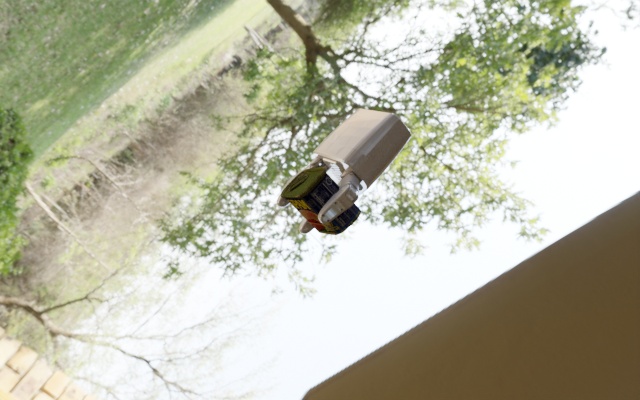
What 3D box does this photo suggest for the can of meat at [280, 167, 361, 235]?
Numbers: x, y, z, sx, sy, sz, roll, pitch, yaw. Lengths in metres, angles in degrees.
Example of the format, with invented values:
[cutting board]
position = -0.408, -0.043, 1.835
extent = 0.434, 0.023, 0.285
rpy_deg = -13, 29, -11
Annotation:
[can of meat]
position = 0.000, 0.003, 0.684
extent = 0.084, 0.057, 0.102
rpy_deg = 46, -16, -16
